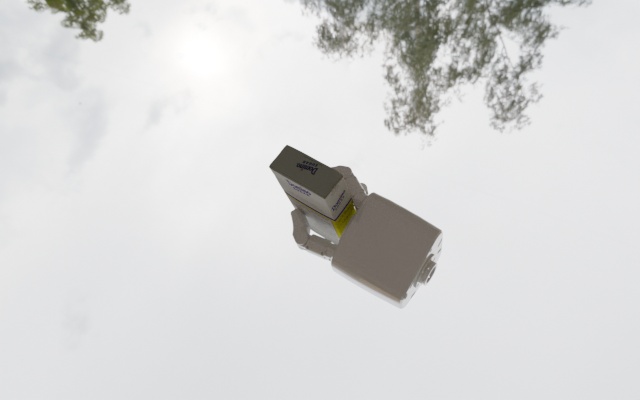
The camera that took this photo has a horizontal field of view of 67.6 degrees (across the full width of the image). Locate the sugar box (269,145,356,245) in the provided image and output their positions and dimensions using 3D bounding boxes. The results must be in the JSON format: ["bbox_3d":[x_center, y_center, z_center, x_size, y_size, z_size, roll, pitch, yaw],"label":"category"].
[{"bbox_3d":[0.001,0.002,0.653,0.093,0.048,0.176,30,-19,25],"label":"sugar box"}]
